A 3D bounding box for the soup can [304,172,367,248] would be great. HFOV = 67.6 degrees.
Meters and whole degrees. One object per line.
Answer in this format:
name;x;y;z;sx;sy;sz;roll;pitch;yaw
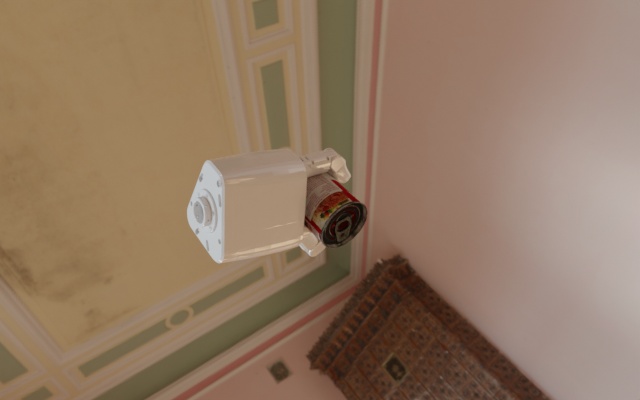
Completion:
soup can;0.000;0.002;0.594;0.068;0.068;0.102;0;34;-44
